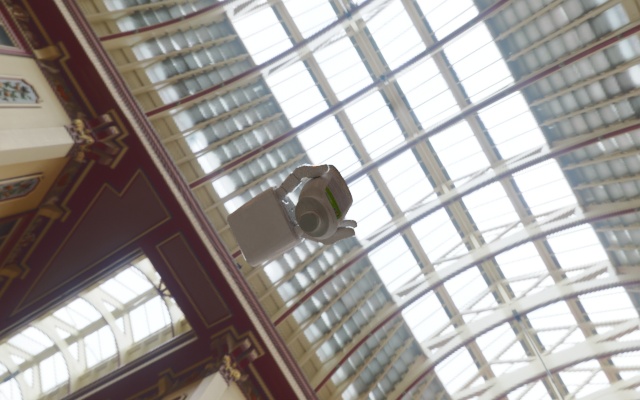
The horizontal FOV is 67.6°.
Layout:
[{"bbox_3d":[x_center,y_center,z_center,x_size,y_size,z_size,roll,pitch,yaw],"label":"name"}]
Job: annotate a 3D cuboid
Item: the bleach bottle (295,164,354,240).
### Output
[{"bbox_3d":[0.000,0.003,0.817,0.068,0.102,0.250,-30,4,14],"label":"bleach bottle"}]
